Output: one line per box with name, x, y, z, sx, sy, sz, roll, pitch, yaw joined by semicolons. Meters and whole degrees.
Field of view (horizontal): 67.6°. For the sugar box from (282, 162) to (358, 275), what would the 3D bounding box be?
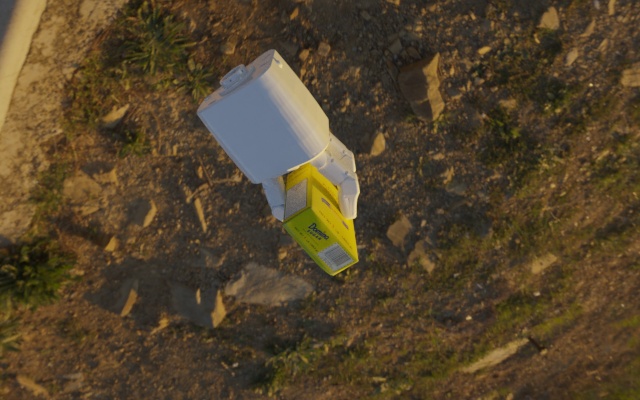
sugar box;0.000;0.002;0.593;0.048;0.093;0.176;-31;28;19
